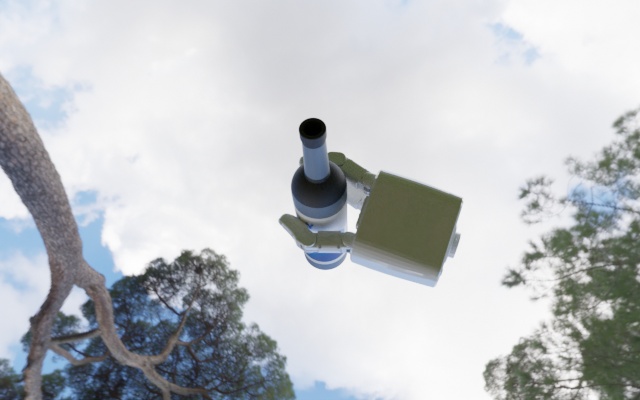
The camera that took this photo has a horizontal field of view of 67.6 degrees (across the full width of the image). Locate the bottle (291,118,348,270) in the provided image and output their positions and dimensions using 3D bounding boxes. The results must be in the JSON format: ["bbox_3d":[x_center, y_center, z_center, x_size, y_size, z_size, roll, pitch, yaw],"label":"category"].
[{"bbox_3d":[0.000,0.002,0.592,0.069,0.069,0.296,0,-29,4],"label":"bottle"}]
